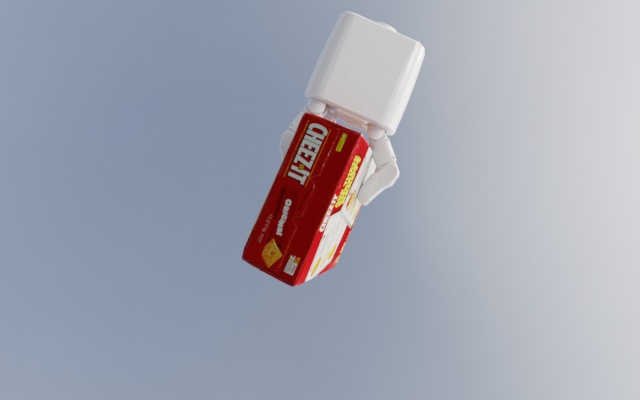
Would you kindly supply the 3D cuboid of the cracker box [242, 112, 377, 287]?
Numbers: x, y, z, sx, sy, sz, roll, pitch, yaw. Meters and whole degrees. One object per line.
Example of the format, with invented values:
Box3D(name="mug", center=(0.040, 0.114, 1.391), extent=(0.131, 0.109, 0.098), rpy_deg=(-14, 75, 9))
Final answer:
Box3D(name="cracker box", center=(0.000, 0.002, 0.565), extent=(0.072, 0.164, 0.214), rpy_deg=(24, 2, 12))
